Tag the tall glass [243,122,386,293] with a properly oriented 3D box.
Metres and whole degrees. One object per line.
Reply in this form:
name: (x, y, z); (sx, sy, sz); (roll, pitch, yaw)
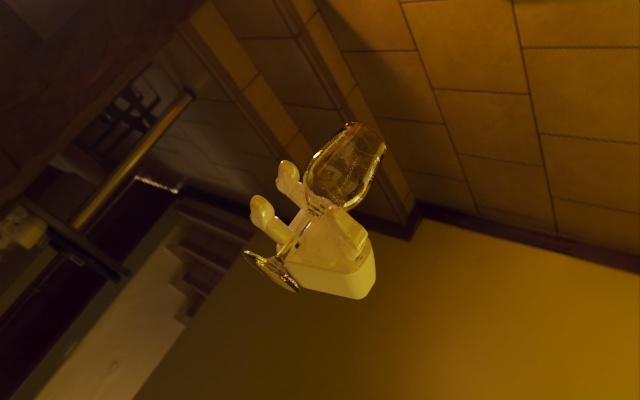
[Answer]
tall glass: (0.000, 0.002, 0.550); (0.079, 0.201, 0.079); (30, -20, 13)
